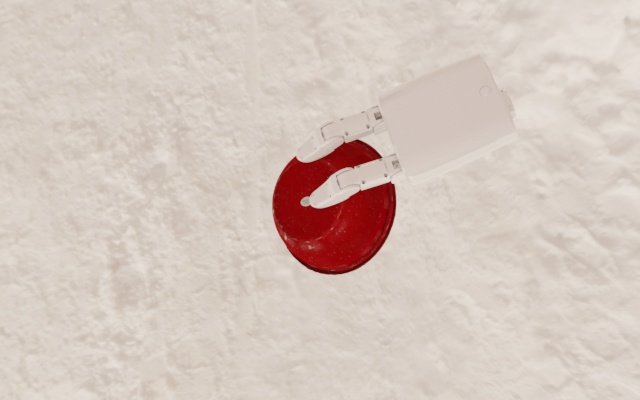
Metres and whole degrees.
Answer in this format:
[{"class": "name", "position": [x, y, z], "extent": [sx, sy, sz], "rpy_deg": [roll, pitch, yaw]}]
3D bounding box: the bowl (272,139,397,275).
[{"class": "bowl", "position": [-0.001, 0.003, 0.532], "extent": [0.162, 0.162, 0.055], "rpy_deg": [0, -7, 34]}]
